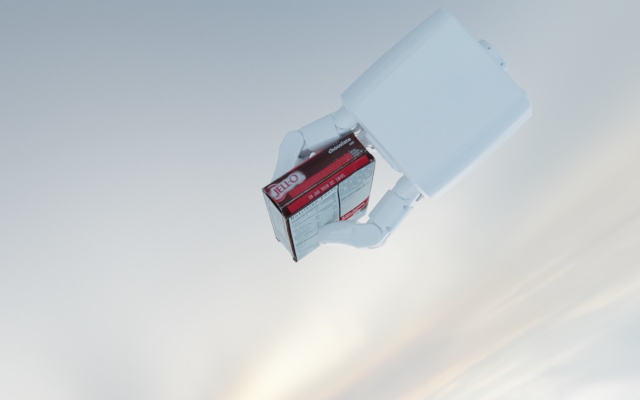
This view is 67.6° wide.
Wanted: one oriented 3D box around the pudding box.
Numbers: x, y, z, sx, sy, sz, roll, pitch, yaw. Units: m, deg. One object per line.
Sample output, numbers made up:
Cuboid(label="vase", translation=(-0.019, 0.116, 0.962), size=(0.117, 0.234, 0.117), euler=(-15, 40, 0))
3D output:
Cuboid(label="pudding box", translation=(0.000, 0.001, 0.422), size=(0.090, 0.039, 0.113), euler=(-33, -23, -14))
